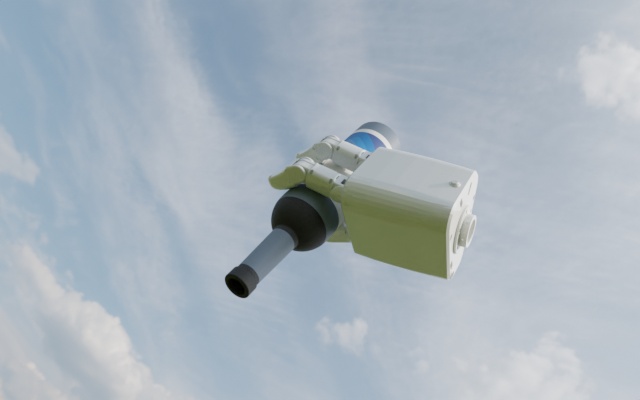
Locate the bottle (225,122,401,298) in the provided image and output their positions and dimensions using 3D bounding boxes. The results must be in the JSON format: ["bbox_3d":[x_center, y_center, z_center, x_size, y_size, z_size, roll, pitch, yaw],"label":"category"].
[{"bbox_3d":[0.000,0.002,0.525,0.069,0.069,0.295,0,31,36],"label":"bottle"}]
